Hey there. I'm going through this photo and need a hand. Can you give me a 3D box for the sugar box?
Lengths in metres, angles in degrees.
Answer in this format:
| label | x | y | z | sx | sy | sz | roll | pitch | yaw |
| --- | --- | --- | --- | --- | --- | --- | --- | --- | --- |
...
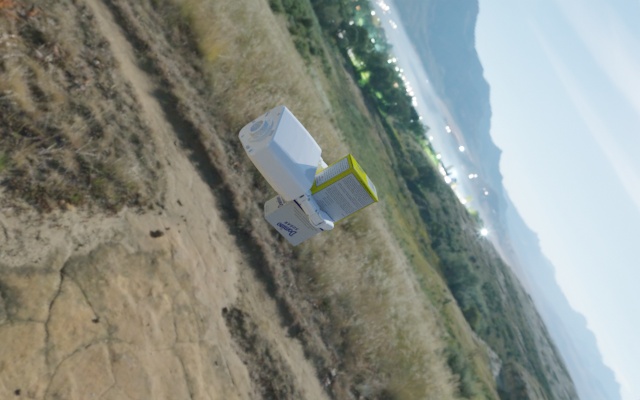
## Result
| label | x | y | z | sx | sy | sz | roll | pitch | yaw |
| --- | --- | --- | --- | --- | --- | --- | --- | --- | --- |
| sugar box | 0.000 | 0.002 | 0.814 | 0.176 | 0.048 | 0.093 | -27 | -51 | 18 |
